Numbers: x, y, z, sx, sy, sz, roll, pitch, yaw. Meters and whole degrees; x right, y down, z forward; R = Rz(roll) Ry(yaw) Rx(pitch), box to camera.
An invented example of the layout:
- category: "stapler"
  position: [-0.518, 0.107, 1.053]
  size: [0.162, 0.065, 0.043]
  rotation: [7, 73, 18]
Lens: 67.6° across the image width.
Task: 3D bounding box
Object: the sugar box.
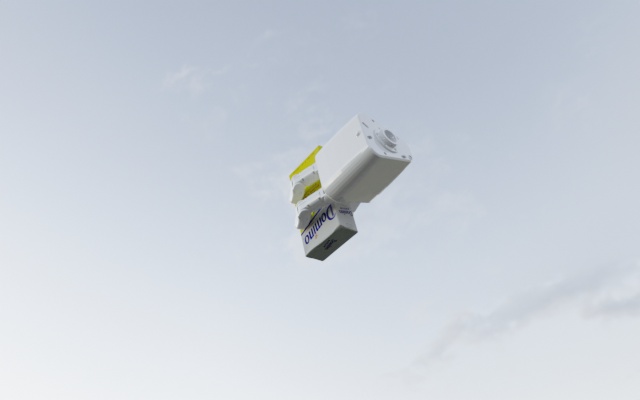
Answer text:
- category: "sugar box"
  position: [0.000, 0.002, 0.803]
  size: [0.048, 0.176, 0.093]
  rotation: [21, -50, -34]
